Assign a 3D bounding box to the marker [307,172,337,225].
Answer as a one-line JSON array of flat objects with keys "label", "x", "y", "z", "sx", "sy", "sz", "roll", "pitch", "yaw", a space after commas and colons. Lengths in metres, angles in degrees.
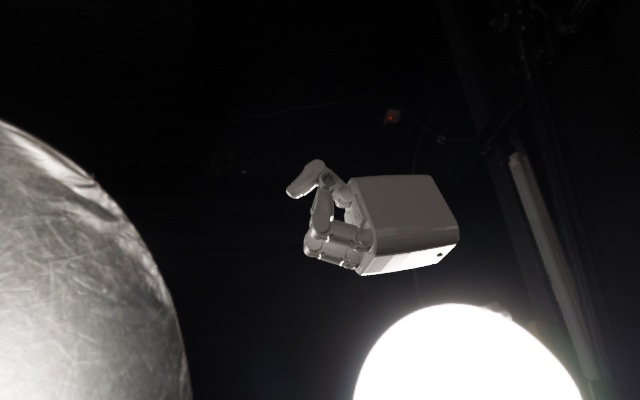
[{"label": "marker", "x": 0.000, "y": 0.002, "z": 0.597, "sx": 0.020, "sy": 0.020, "sz": 0.121, "roll": 0, "pitch": -27, "yaw": -10}]
